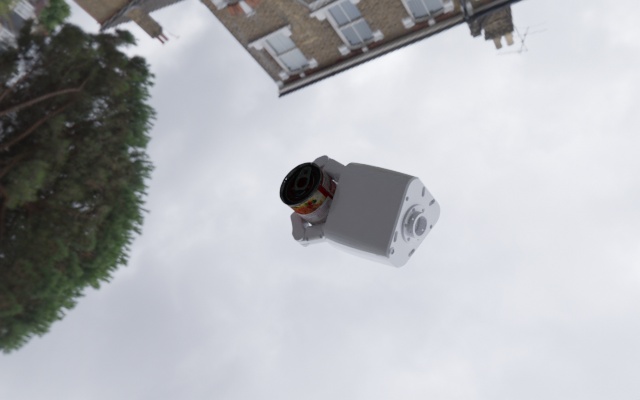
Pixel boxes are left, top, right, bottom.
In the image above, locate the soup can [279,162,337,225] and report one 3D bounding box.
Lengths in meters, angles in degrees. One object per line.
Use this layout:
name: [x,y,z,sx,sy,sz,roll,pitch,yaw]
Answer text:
soup can: [0.000,0.002,0.664,0.068,0.068,0.102,0,-30,39]
